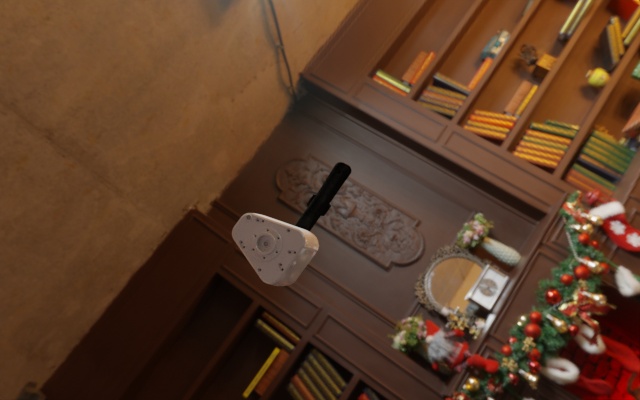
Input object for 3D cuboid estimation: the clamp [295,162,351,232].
[{"bbox_3d":[0.000,0.002,0.807,0.039,0.171,0.120,32,-3,9],"label":"clamp"}]
